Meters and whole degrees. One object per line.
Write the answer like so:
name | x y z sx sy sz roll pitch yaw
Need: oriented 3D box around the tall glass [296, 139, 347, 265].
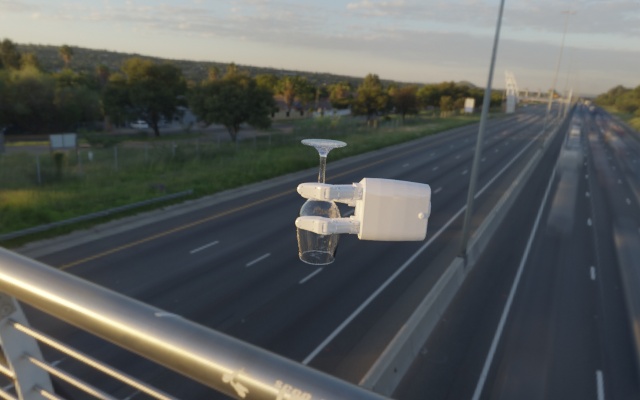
tall glass | 0.000 0.002 0.796 0.079 0.201 0.079 4 15 -1
